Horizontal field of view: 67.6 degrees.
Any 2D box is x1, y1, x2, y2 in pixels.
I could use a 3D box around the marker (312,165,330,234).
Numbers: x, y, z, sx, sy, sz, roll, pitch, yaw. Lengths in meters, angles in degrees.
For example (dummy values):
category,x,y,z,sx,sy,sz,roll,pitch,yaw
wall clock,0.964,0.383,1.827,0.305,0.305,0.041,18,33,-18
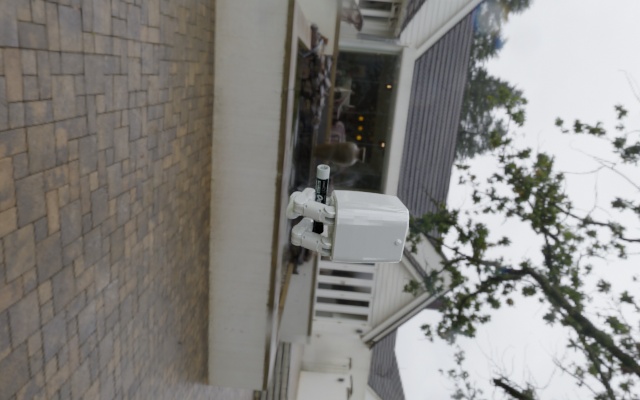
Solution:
category,x,y,z,sx,sy,sz,roll,pitch,yaw
marker,0.000,0.002,0.736,0.020,0.121,0.020,4,31,-2
